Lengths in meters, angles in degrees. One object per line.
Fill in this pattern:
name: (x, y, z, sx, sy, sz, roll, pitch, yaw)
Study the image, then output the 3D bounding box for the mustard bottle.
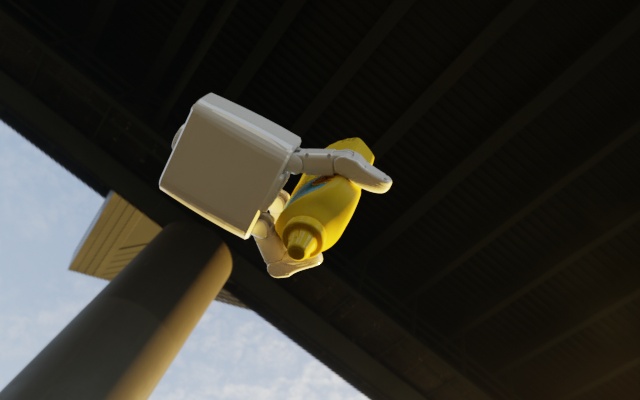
mustard bottle: (0.000, 0.002, 0.501, 0.096, 0.058, 0.191, -33, 15, 27)
